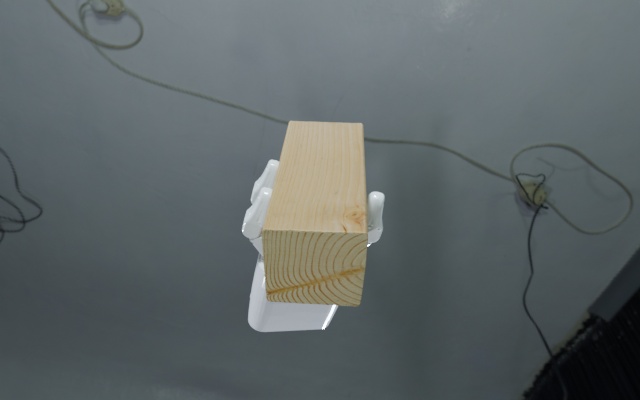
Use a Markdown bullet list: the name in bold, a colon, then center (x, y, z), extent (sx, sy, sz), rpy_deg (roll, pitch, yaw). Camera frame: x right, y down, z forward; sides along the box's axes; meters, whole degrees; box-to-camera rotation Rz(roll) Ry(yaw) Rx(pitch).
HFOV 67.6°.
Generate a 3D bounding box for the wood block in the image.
- **wood block**: center (0.000, 0.002, 0.503), extent (0.091, 0.090, 0.206), rpy_deg (3, 36, 2)
